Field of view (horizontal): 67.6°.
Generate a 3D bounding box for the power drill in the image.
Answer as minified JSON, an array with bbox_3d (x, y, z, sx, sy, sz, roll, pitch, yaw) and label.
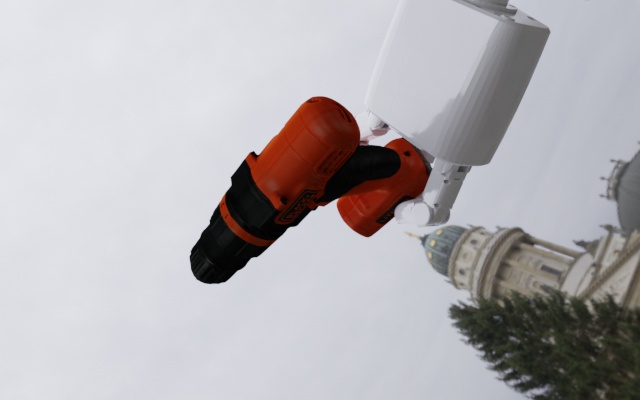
[{"bbox_3d":[0.000,0.001,0.401,0.184,0.057,0.187,-45,-23,30],"label":"power drill"}]
